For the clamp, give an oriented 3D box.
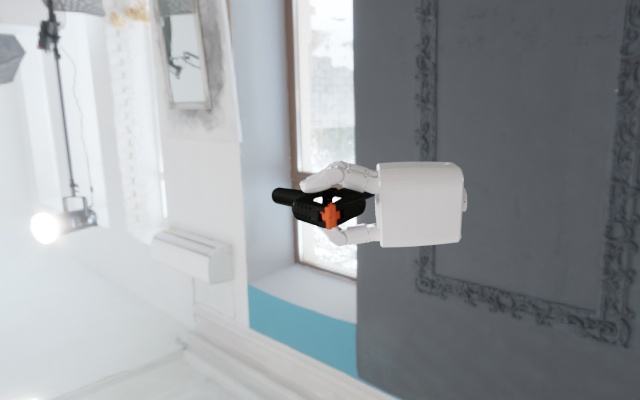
[{"bbox_3d":[0.000,0.003,0.645,0.164,0.036,0.210,-5,10,6],"label":"clamp"}]
